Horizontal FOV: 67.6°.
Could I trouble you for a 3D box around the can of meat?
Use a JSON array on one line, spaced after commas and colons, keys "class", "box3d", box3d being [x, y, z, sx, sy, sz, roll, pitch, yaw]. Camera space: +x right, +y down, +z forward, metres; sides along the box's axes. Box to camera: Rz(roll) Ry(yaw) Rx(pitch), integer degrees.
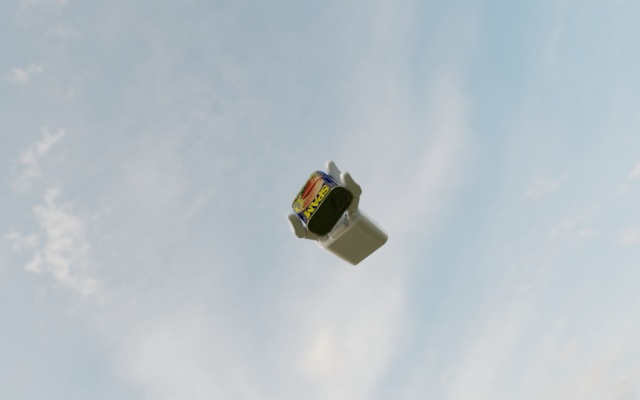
[{"class": "can of meat", "box3d": [0.000, 0.003, 0.899, 0.057, 0.102, 0.084, 31, 9, -37]}]
